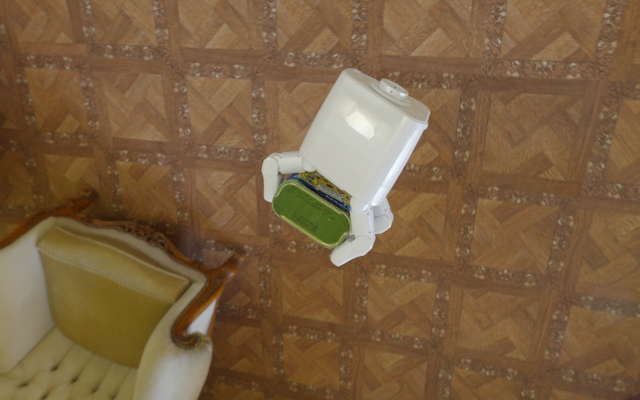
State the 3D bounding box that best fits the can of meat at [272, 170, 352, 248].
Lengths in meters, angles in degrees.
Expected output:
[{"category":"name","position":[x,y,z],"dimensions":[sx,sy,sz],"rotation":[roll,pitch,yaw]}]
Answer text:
[{"category":"can of meat","position":[0.000,0.002,0.579],"dimensions":[0.102,0.057,0.084],"rotation":[33,27,3]}]
